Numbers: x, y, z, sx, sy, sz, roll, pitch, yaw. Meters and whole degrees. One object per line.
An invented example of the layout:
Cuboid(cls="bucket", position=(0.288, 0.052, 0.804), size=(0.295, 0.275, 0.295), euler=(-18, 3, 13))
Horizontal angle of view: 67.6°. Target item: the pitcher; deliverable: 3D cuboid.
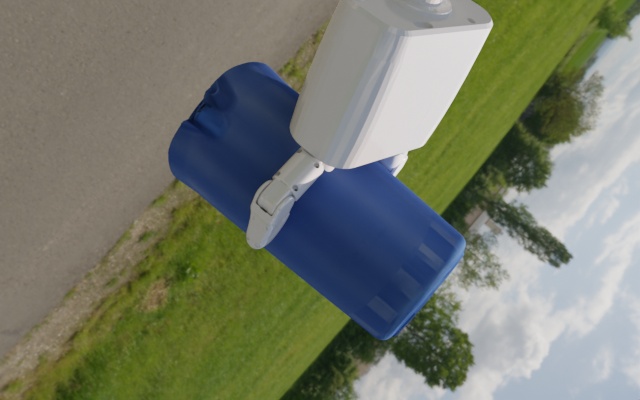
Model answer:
Cuboid(cls="pitcher", position=(0.000, 0.001, 0.424), size=(0.243, 0.145, 0.149), euler=(40, 48, 14))
